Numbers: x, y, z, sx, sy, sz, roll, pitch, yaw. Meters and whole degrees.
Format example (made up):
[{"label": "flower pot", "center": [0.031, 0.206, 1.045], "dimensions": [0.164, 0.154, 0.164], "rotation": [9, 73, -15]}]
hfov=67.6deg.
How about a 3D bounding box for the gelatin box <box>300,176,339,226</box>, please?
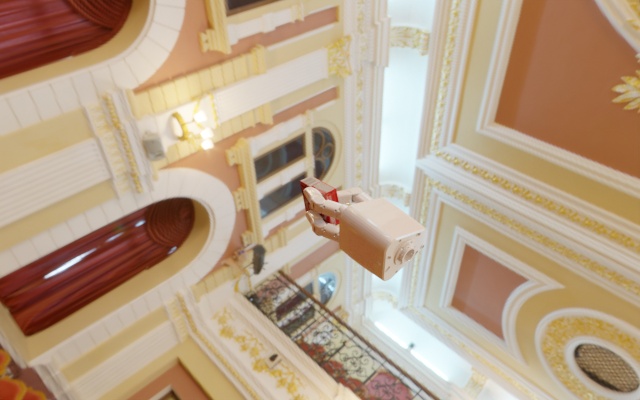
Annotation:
[{"label": "gelatin box", "center": [0.000, 0.003, 0.886], "dimensions": [0.030, 0.073, 0.089], "rotation": [-25, 32, -25]}]
